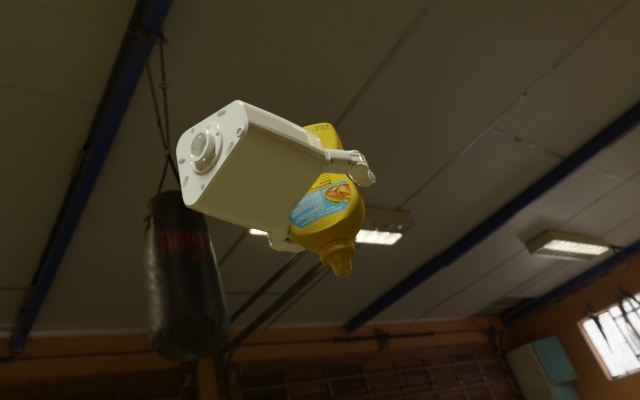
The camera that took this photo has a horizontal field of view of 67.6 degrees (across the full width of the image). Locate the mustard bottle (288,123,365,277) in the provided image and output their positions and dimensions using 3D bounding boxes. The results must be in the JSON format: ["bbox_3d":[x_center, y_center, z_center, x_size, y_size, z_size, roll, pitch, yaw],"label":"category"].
[{"bbox_3d":[0.000,0.002,0.567,0.096,0.191,0.058,-23,-32,7],"label":"mustard bottle"}]
